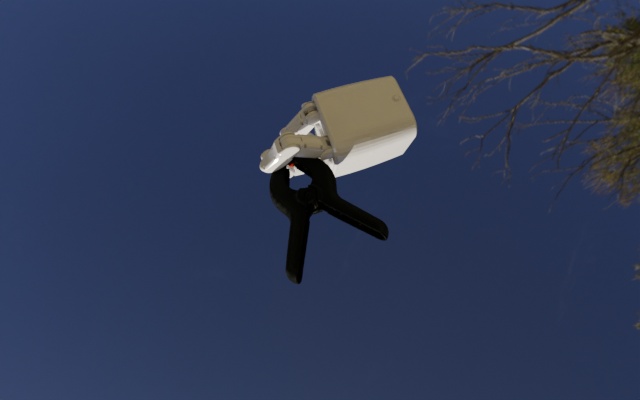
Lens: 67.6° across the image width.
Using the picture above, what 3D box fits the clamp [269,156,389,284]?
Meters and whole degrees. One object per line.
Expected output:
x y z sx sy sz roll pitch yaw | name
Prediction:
0.000 0.002 0.551 0.120 0.171 0.039 -16 -27 -6 | clamp
